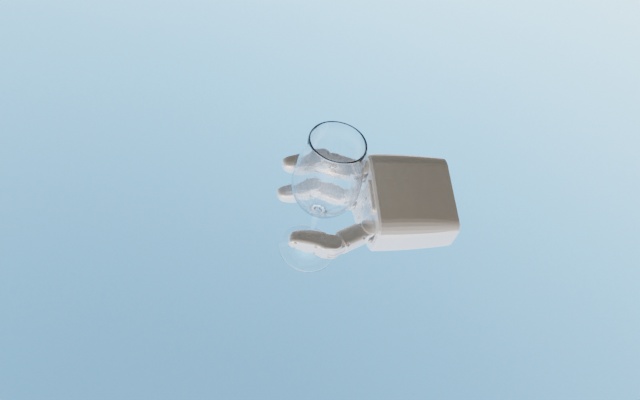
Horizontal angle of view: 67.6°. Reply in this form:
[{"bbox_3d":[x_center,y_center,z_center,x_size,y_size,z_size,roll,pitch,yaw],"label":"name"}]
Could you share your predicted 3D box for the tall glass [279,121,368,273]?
[{"bbox_3d":[0.000,0.002,0.559,0.079,0.079,0.201,0,-38,-13],"label":"tall glass"}]
